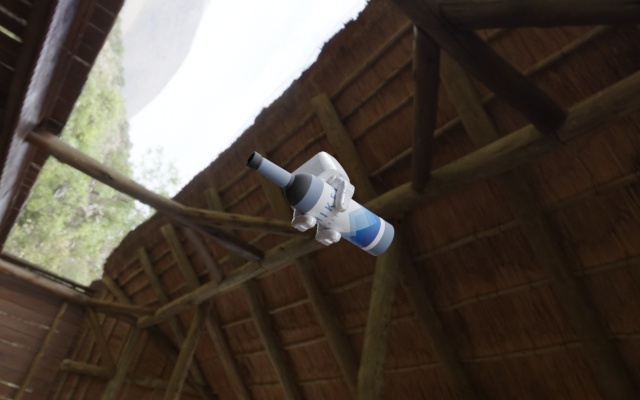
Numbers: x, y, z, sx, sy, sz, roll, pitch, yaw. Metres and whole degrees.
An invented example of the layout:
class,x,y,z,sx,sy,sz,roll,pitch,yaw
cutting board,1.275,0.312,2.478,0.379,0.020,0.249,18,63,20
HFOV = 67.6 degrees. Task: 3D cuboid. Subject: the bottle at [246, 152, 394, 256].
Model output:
class,x,y,z,sx,sy,sz,roll,pitch,yaw
bottle,0.000,0.003,0.841,0.296,0.069,0.069,32,-14,-23
